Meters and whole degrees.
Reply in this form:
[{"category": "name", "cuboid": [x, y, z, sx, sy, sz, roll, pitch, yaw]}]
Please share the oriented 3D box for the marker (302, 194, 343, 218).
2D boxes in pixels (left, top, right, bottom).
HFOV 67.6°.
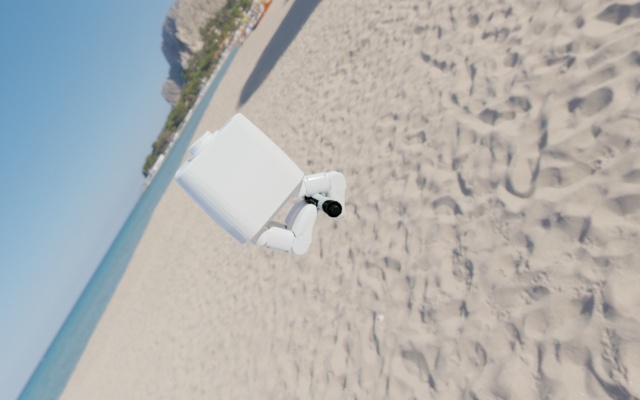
[{"category": "marker", "cuboid": [0.000, 0.002, 0.565, 0.020, 0.020, 0.121, 0, 8, -16]}]
